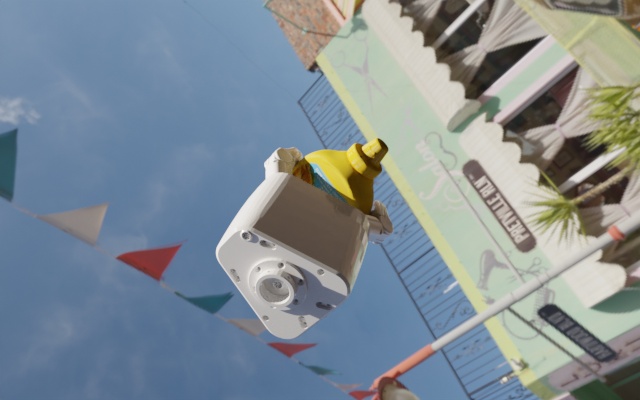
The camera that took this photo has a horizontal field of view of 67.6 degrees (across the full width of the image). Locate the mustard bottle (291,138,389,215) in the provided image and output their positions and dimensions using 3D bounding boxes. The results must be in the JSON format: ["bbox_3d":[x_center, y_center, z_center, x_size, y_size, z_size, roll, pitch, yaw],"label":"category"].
[{"bbox_3d":[0.000,0.002,0.523,0.192,0.096,0.058,-43,-14,26],"label":"mustard bottle"}]
